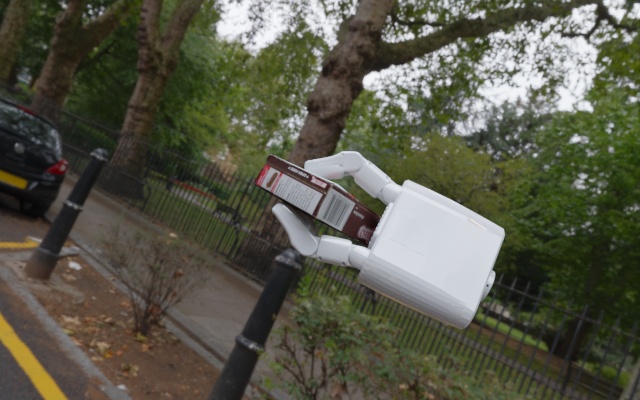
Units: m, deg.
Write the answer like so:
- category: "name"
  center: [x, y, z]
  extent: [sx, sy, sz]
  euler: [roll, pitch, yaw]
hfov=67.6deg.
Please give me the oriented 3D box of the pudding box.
- category: "pudding box"
  center: [0.000, 0.001, 0.490]
  extent: [0.090, 0.039, 0.113]
  euler: [27, -5, 36]
